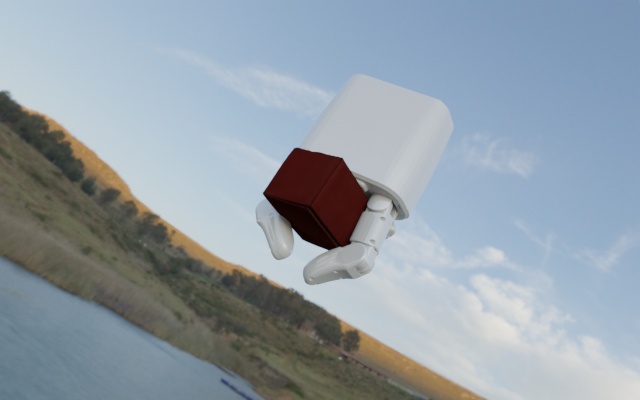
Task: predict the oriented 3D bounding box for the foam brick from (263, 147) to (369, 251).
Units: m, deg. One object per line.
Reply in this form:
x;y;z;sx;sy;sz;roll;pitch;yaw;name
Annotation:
0.000;0.001;0.400;0.053;0.051;0.078;18;-24;37;foam brick
